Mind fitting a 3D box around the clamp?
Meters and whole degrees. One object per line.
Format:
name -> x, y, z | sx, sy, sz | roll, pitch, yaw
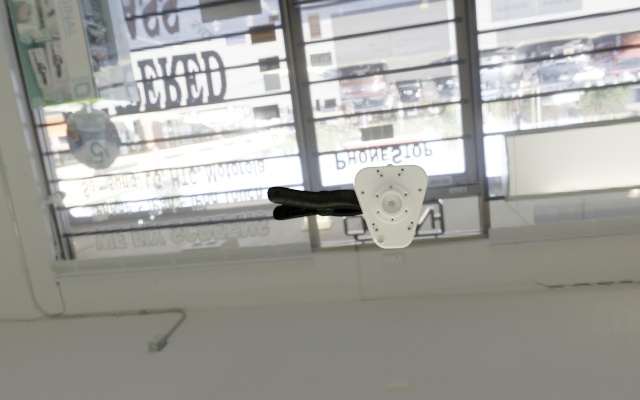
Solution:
clamp -> 0.000, 0.003, 0.718 | 0.171, 0.039, 0.120 | -5, -11, 7
